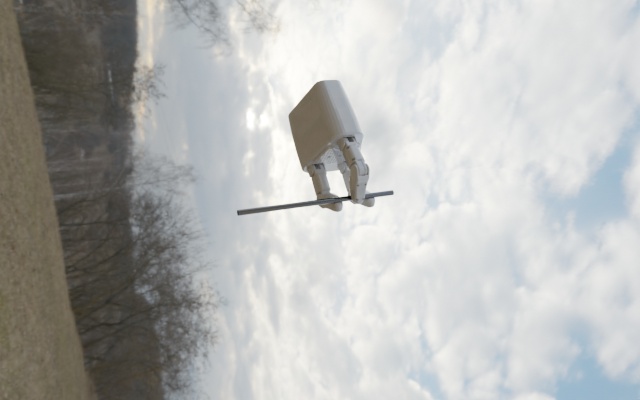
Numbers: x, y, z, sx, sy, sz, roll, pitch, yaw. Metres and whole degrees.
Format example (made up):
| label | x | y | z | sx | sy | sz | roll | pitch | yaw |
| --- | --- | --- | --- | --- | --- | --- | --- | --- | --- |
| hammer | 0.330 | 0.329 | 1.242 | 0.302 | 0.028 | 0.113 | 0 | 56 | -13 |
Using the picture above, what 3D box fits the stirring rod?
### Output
| label | x | y | z | sx | sy | sz | roll | pitch | yaw |
| --- | --- | --- | --- | --- | --- | --- | --- | --- | --- |
| stirring rod | 0.000 | 0.002 | 0.679 | 0.239 | 0.011 | 0.011 | -7 | 3 | -23 |
